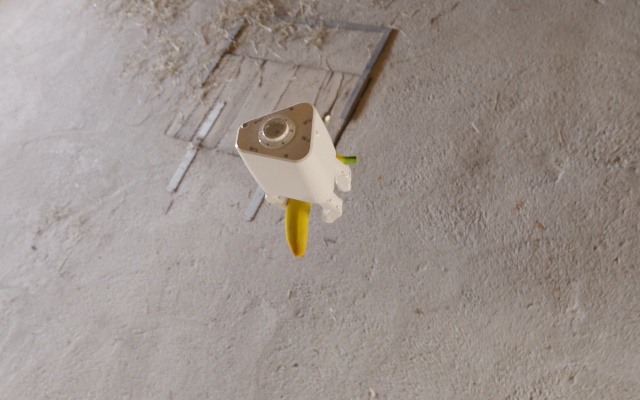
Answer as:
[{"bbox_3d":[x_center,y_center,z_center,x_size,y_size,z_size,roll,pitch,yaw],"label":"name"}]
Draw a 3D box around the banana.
[{"bbox_3d":[-0.014,-0.007,0.762,0.069,0.197,0.037,23,-20,20],"label":"banana"}]
